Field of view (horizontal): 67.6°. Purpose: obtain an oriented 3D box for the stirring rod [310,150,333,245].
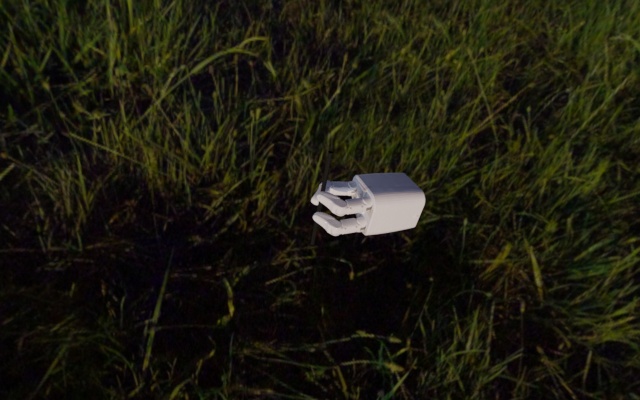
[{"bbox_3d":[0.000,0.003,0.882,0.011,0.011,0.240,0,-44,-11],"label":"stirring rod"}]
